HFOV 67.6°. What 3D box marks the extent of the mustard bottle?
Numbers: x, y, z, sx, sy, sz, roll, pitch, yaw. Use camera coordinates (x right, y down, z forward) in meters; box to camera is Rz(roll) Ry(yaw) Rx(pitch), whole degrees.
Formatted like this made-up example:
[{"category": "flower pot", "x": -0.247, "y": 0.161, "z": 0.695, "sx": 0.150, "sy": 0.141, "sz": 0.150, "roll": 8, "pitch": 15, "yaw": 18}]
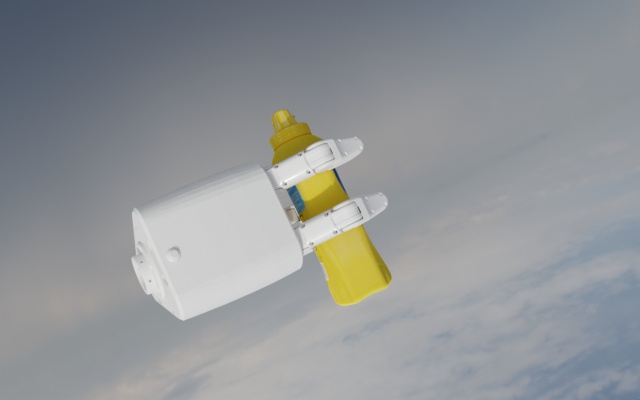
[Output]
[{"category": "mustard bottle", "x": 0.000, "y": 0.002, "z": 0.456, "sx": 0.058, "sy": 0.191, "sz": 0.096, "roll": -25, "pitch": -4, "yaw": -4}]
